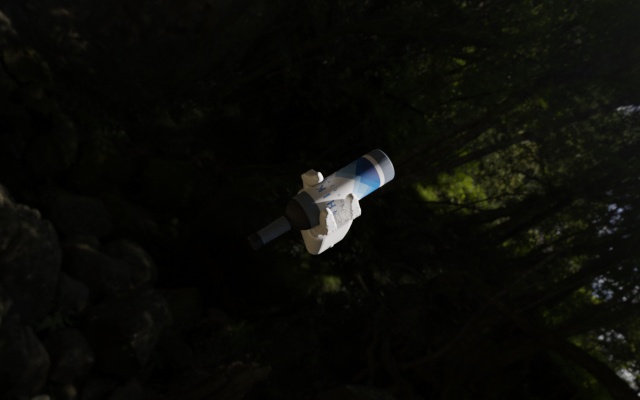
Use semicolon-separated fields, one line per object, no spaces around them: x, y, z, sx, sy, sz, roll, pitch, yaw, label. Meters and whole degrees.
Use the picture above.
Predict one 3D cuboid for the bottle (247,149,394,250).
0.000;0.003;0.873;0.295;0.069;0.069;-31;10;-18;bottle
